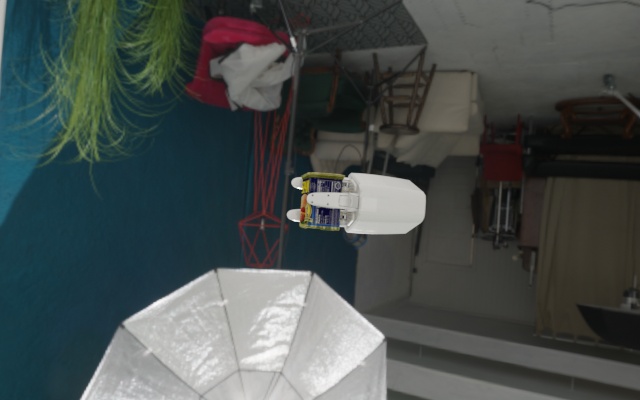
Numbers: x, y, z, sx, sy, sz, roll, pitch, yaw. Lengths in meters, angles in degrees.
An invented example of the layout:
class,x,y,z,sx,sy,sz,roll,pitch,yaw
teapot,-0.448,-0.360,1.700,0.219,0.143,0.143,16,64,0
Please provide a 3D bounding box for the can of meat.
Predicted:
class,x,y,z,sx,sy,sz,roll,pitch,yaw
can of meat,0.000,0.003,0.745,0.057,0.084,0.102,4,-2,-11
